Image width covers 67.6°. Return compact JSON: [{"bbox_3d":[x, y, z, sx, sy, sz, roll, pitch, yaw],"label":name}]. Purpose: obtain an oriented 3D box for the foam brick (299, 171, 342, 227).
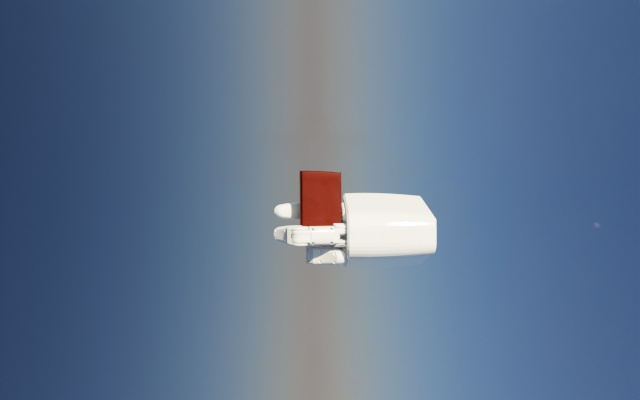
[{"bbox_3d":[0.000,0.002,0.604,0.051,0.078,0.053,0,1,0],"label":"foam brick"}]
